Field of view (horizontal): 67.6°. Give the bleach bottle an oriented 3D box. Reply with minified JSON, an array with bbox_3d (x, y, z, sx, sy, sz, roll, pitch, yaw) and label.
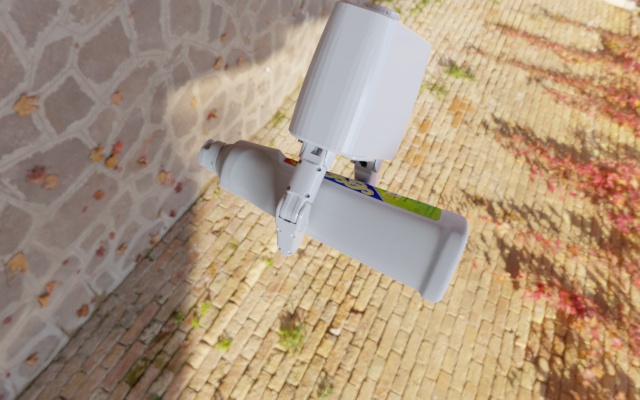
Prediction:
[{"bbox_3d":[0.000,0.001,0.429,0.251,0.068,0.102,22,13,12],"label":"bleach bottle"}]
